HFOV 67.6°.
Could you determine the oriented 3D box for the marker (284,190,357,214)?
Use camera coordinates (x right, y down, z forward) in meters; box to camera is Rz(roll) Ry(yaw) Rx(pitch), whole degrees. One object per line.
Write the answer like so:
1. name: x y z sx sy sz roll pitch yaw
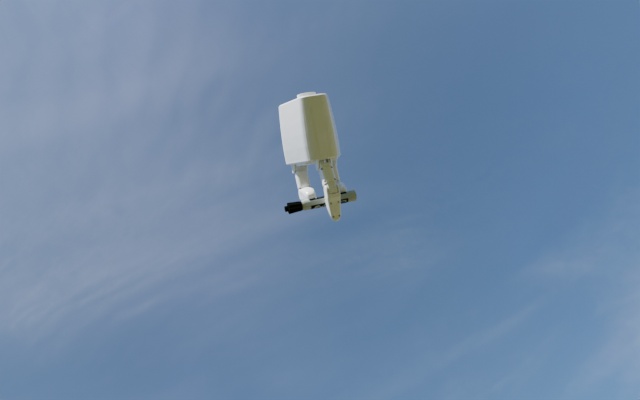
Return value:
1. marker: 0.000 0.003 0.783 0.121 0.020 0.020 -11 3 -14
